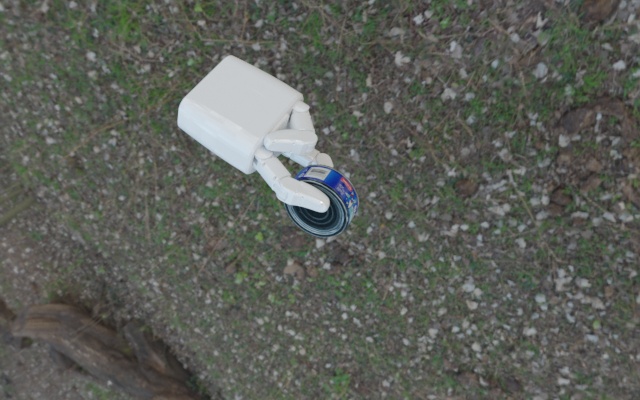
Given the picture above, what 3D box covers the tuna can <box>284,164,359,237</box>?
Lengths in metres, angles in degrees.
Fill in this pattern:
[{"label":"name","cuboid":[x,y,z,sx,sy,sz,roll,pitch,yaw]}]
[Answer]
[{"label":"tuna can","cuboid":[0.000,0.002,0.567,0.086,0.086,0.033,0,35,30]}]
